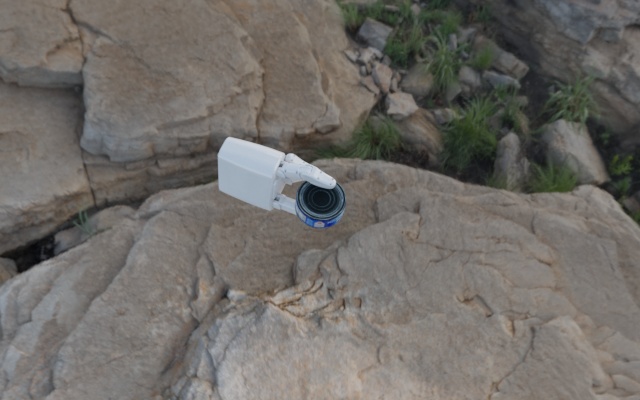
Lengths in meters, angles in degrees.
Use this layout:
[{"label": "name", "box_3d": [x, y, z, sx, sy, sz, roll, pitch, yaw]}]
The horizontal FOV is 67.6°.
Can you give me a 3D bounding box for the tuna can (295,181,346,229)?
[{"label": "tuna can", "box_3d": [0.000, 0.002, 0.805, 0.086, 0.086, 0.034, 0, -28, -6]}]
